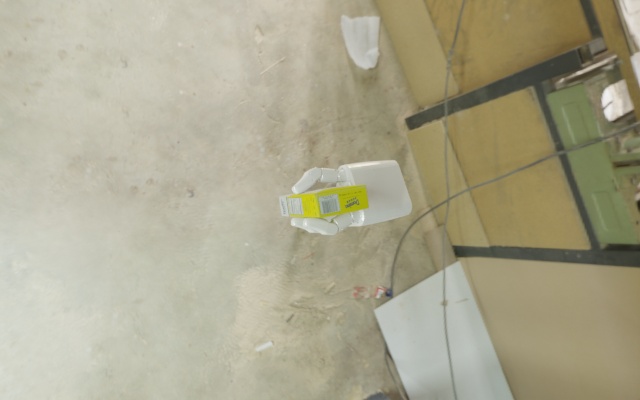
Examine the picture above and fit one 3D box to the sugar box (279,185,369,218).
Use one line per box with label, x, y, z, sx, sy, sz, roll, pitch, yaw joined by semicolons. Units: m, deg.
sugar box;0.000;0.003;0.832;0.093;0.048;0.176;-9;0;-23
